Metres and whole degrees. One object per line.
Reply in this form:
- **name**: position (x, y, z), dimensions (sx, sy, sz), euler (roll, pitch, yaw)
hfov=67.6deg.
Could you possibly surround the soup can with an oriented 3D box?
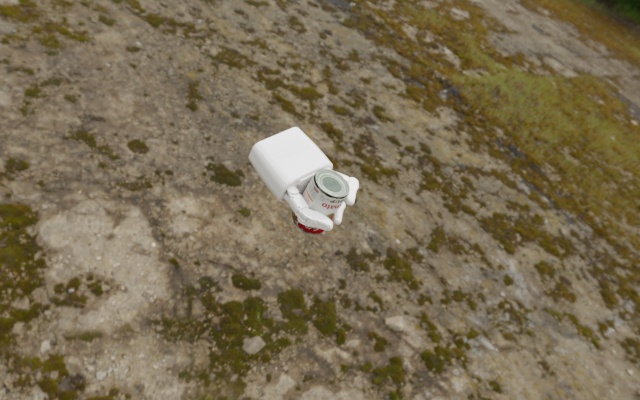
- **soup can**: position (0.000, 0.003, 0.834), dimensions (0.068, 0.068, 0.102), euler (0, -40, -32)
